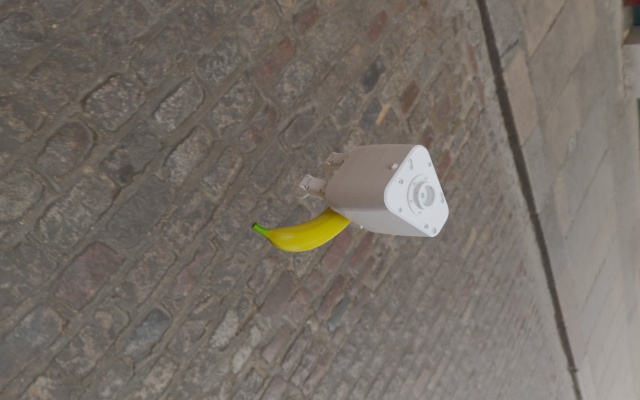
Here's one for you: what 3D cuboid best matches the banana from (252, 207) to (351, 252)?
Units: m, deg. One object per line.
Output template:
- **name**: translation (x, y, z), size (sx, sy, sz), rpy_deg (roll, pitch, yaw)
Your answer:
- **banana**: translation (0.005, 0.021, 0.670), size (0.197, 0.069, 0.037), rpy_deg (-28, 8, -26)
